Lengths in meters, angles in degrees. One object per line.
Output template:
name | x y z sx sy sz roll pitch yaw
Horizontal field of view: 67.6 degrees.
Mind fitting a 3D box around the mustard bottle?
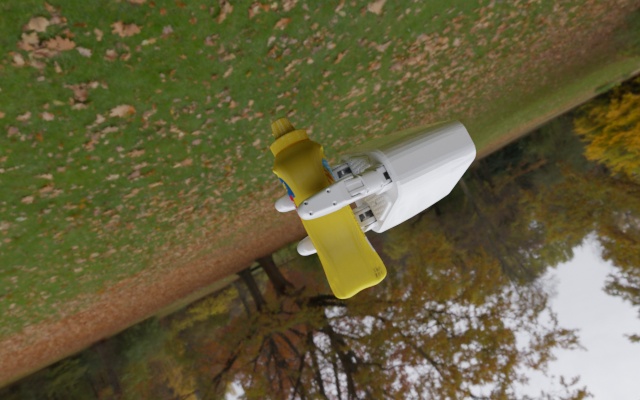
mustard bottle | 0.000 0.002 0.489 0.058 0.191 0.096 -27 -5 4
